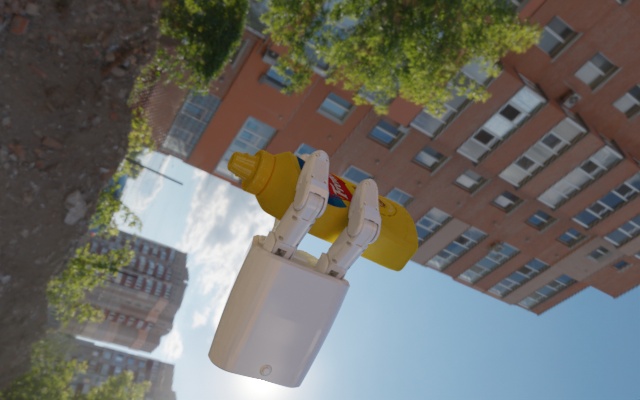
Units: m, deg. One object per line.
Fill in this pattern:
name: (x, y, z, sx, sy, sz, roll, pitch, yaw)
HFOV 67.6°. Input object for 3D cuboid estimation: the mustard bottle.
mustard bottle: (0.000, 0.001, 0.461, 0.192, 0.058, 0.096, 24, 23, -24)
